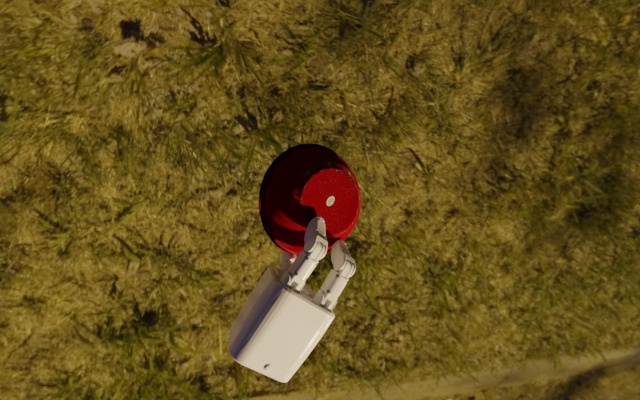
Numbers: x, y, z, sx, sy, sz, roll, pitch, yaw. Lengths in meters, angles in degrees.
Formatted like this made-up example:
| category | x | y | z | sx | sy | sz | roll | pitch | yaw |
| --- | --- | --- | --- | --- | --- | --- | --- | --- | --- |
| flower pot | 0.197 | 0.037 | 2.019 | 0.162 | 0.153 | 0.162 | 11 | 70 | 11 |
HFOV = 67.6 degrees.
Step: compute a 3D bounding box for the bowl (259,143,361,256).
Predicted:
| category | x | y | z | sx | sy | sz | roll | pitch | yaw |
| --- | --- | --- | --- | --- | --- | --- | --- | --- | --- |
| bowl | 0.001 | 0.001 | 0.649 | 0.162 | 0.162 | 0.055 | 0 | 2 | -32 |
